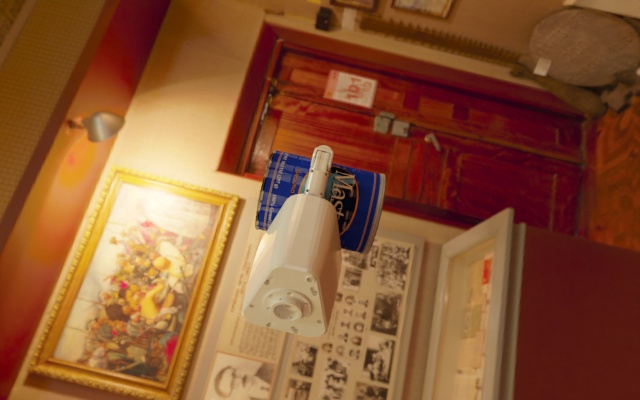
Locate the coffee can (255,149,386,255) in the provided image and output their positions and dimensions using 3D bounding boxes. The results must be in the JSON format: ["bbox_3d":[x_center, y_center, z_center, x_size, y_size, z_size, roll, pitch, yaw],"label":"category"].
[{"bbox_3d":[0.000,0.002,0.591,0.140,0.103,0.103,13,0,0],"label":"coffee can"}]
